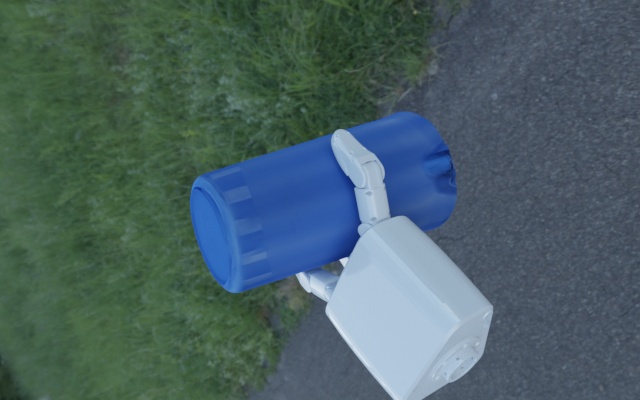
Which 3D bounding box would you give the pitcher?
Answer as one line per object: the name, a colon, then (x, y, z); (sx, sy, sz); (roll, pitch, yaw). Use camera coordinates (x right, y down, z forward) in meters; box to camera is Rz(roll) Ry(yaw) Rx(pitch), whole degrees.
pitcher: (0.000, 0.002, 0.479); (0.243, 0.149, 0.145); (-18, 47, -28)
